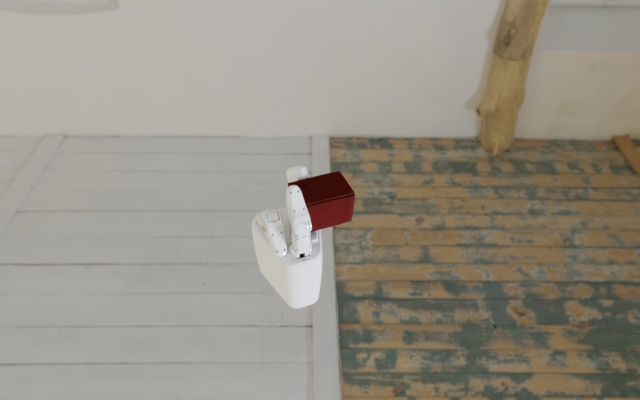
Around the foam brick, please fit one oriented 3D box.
[{"bbox_3d":[0.000,0.002,0.643,0.078,0.051,0.053,-13,44,-14],"label":"foam brick"}]
